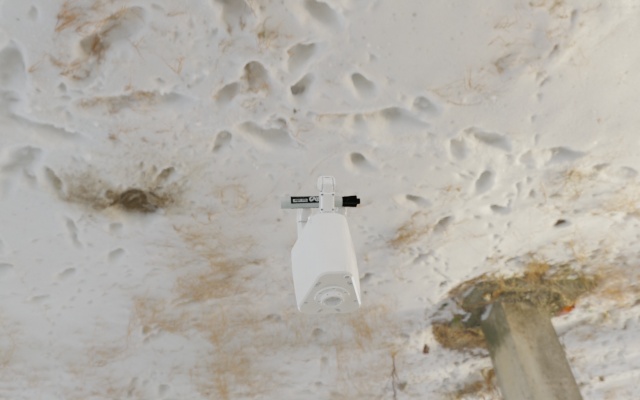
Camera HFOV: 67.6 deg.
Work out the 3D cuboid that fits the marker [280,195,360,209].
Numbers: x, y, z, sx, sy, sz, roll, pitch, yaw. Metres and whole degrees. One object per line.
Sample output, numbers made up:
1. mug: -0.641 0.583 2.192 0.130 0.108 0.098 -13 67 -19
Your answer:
1. marker: 0.000 0.002 0.721 0.121 0.020 0.020 -1 0 -7
